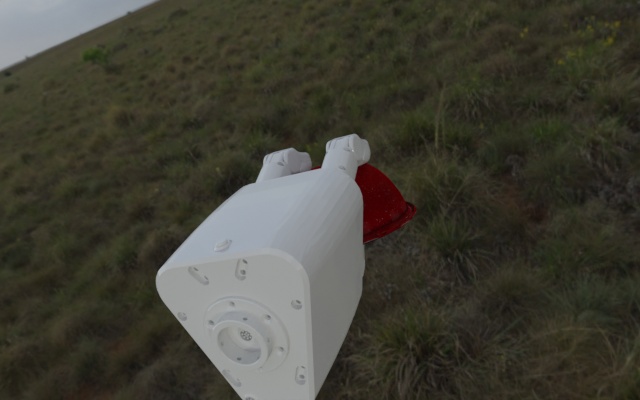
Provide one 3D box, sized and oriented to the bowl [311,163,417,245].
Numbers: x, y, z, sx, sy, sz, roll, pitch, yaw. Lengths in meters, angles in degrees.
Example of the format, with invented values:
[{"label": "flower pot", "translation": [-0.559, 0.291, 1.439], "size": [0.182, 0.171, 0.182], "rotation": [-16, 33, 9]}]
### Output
[{"label": "bowl", "translation": [0.000, 0.001, 0.428], "size": [0.162, 0.055, 0.162], "rotation": [-14, 9, 2]}]
